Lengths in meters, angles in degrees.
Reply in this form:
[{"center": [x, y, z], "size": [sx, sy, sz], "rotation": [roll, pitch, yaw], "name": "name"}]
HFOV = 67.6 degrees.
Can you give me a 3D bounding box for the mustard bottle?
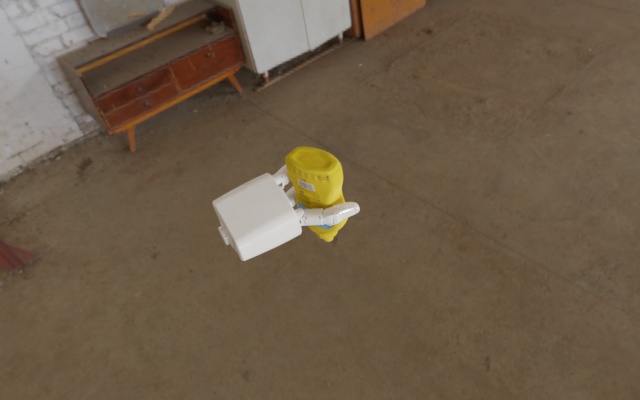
[{"center": [0.000, 0.002, 0.813], "size": [0.096, 0.192, 0.058], "rotation": [21, 52, 30], "name": "mustard bottle"}]
